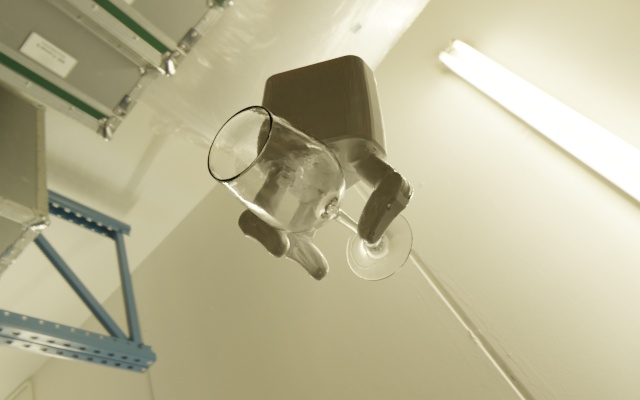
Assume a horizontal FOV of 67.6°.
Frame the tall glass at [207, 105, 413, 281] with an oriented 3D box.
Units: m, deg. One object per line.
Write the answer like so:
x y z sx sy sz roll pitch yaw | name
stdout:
0.001 0.002 0.402 0.079 0.079 0.201 0 -25 39 | tall glass
